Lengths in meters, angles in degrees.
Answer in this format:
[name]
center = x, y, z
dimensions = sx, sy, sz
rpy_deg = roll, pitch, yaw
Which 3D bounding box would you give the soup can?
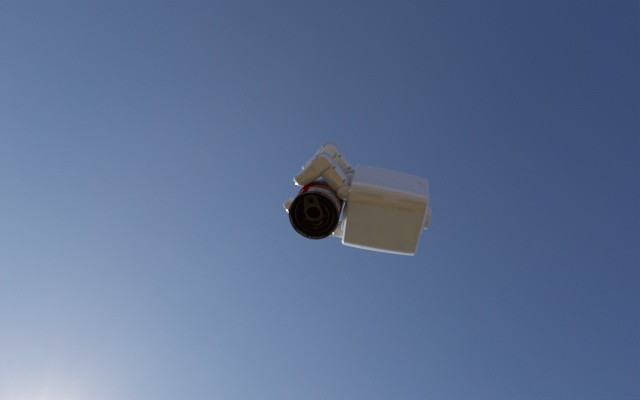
[soup can]
center = 0.000, 0.002, 0.671
dimensions = 0.068, 0.068, 0.102
rpy_deg = 0, 22, 11
